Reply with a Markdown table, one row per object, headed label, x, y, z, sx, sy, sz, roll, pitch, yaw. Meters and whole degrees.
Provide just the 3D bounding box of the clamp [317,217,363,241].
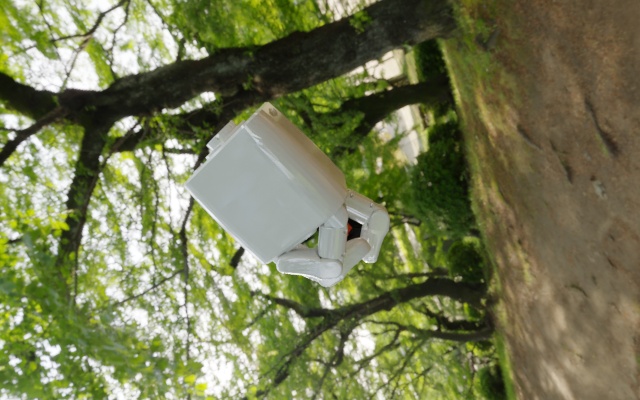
| label | x | y | z | sx | sy | sz | roll | pitch | yaw |
| --- | --- | --- | --- | --- | --- | --- | --- | --- | --- |
| clamp | 0.000 | 0.002 | 0.545 | 0.120 | 0.039 | 0.171 | 27 | 10 | -6 |
